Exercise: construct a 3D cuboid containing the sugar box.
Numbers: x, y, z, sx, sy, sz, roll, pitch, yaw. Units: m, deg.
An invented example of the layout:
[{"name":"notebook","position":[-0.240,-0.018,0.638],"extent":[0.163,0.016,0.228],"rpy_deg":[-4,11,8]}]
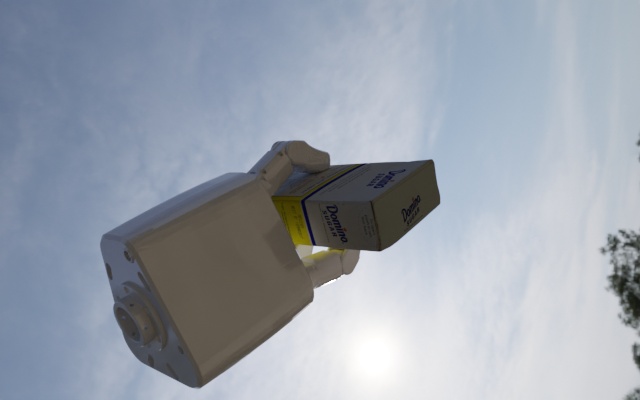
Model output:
[{"name":"sugar box","position":[0.000,0.002,0.404],"extent":[0.176,0.048,0.093],"rpy_deg":[4,25,41]}]
